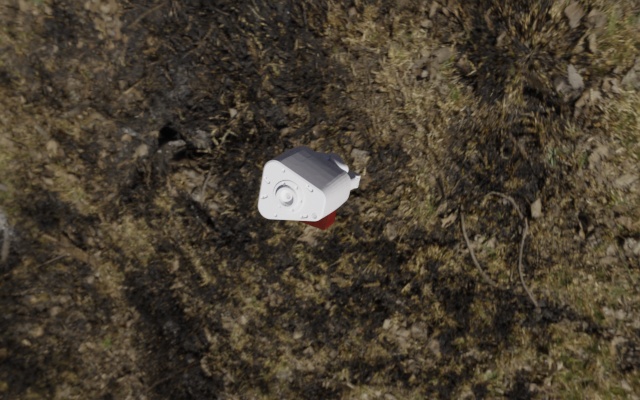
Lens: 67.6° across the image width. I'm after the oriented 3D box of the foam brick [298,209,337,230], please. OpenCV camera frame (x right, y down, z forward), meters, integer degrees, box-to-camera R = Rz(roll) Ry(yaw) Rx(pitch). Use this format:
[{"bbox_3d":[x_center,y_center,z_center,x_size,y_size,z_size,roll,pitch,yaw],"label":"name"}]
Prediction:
[{"bbox_3d":[0.000,0.003,0.817,0.053,0.078,0.051,18,22,16],"label":"foam brick"}]
